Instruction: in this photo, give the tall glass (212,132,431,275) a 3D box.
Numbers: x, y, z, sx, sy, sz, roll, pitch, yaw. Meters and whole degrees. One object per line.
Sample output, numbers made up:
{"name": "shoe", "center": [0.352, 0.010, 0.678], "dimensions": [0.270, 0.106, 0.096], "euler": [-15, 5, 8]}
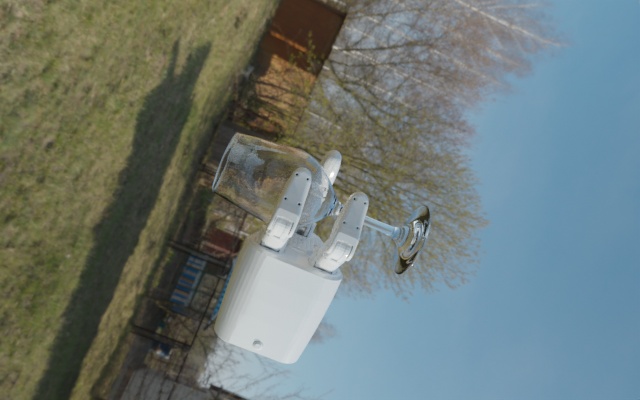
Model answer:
{"name": "tall glass", "center": [0.001, 0.002, 0.464], "dimensions": [0.201, 0.079, 0.079], "euler": [23, -3, -7]}
